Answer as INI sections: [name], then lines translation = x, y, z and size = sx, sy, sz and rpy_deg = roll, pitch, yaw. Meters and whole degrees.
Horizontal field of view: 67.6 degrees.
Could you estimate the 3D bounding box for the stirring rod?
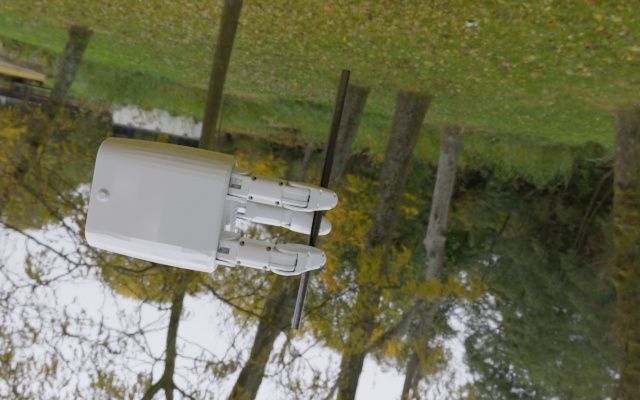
[stirring rod]
translation = 0.000, 0.001, 0.437
size = 0.011, 0.239, 0.011
rpy_deg = 11, 4, -1
